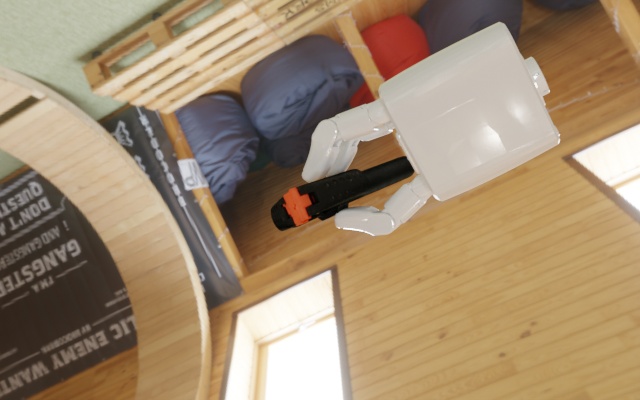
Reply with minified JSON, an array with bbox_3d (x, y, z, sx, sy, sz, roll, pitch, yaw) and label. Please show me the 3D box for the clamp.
[{"bbox_3d":[0.000,0.002,0.471,0.164,0.036,0.210,-26,-3,22],"label":"clamp"}]
